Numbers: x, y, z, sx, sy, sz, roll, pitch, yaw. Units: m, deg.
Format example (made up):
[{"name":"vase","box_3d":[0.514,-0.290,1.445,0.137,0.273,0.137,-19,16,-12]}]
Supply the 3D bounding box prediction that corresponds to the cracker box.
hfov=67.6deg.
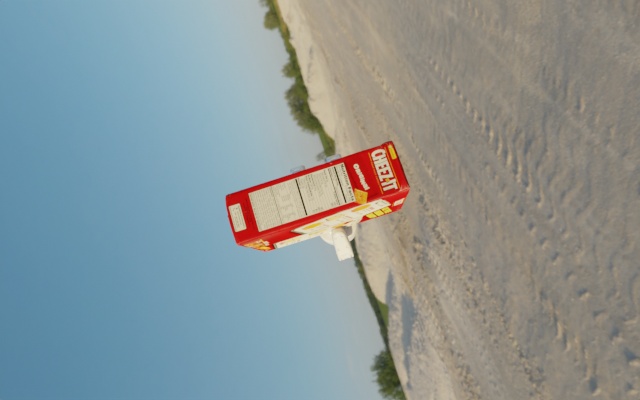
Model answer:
[{"name":"cracker box","box_3d":[0.000,0.002,0.631,0.214,0.072,0.164,-18,-10,2]}]
